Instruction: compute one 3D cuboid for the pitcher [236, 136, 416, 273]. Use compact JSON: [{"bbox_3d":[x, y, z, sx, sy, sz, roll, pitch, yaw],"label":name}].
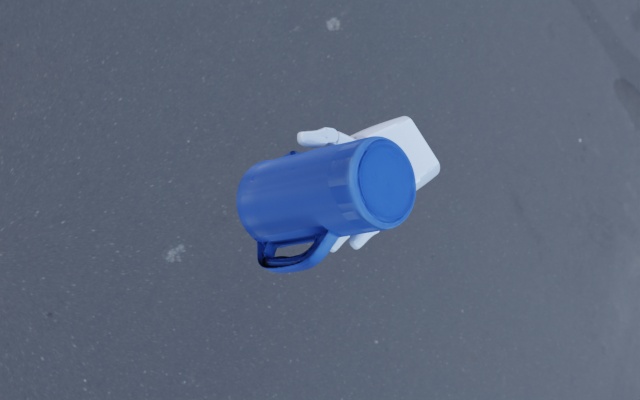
[{"bbox_3d":[0.000,0.002,0.627,0.145,0.149,0.243,-26,10,-37],"label":"pitcher"}]
